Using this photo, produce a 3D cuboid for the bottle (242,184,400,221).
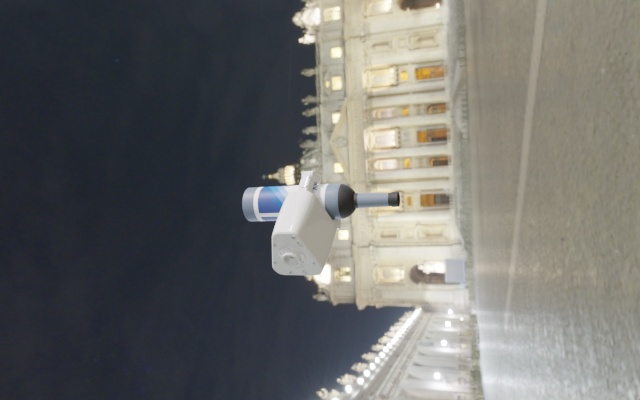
[{"bbox_3d":[0.000,0.003,0.895,0.296,0.069,0.069,-2,-1,19],"label":"bottle"}]
